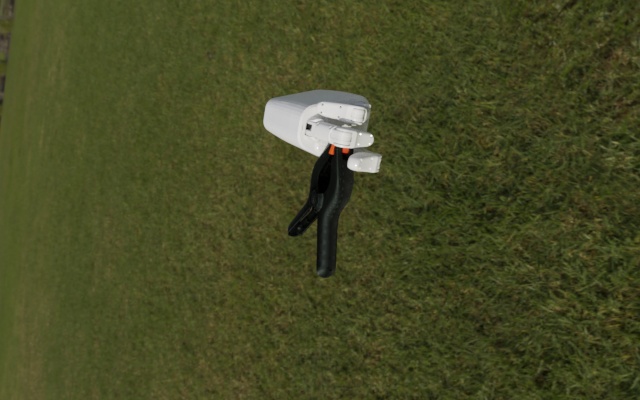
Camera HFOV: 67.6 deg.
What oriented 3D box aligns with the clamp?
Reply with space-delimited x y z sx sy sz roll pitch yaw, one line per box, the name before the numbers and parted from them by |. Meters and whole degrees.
clamp | 0.000 0.002 0.631 0.039 0.171 0.120 6 14 -37
